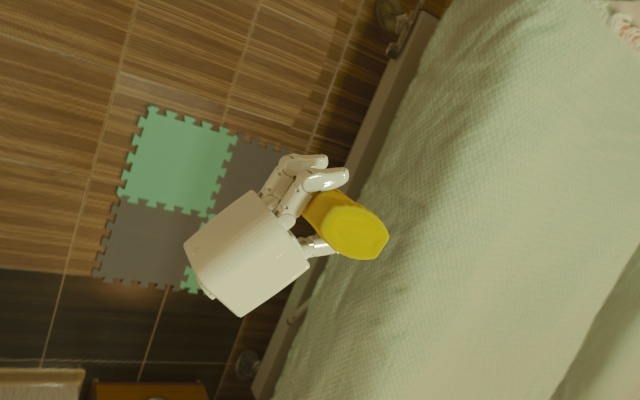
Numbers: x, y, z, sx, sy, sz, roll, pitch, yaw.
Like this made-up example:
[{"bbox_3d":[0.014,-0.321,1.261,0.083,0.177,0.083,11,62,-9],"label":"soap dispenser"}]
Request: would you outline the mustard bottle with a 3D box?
[{"bbox_3d":[0.000,0.002,0.598,0.096,0.058,0.191,27,8,-34],"label":"mustard bottle"}]
